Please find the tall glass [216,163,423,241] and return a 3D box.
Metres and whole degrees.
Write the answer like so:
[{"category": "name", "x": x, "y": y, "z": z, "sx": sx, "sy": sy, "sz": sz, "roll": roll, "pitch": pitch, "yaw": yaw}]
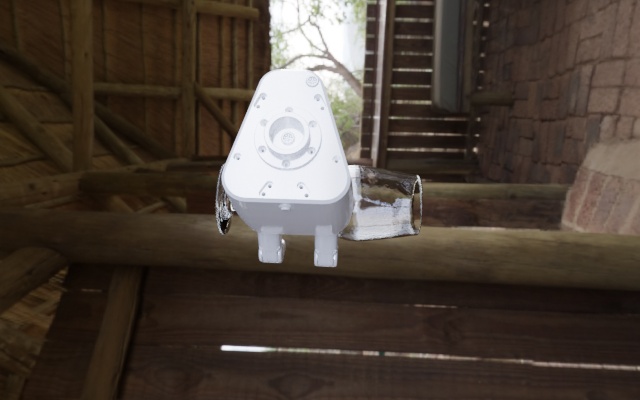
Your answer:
[{"category": "tall glass", "x": -0.001, "y": 0.002, "z": 0.492, "sx": 0.201, "sy": 0.079, "sz": 0.079, "roll": 2, "pitch": 0, "yaw": 2}]
